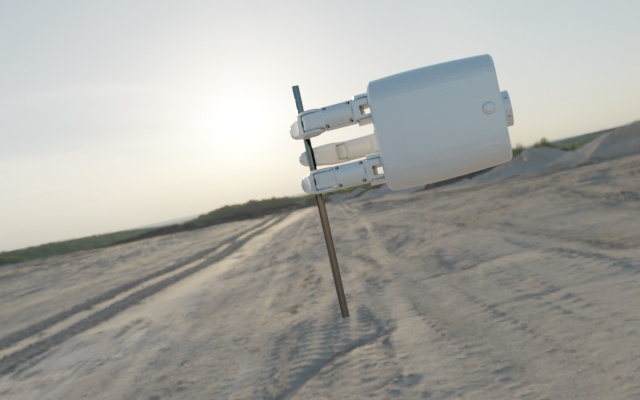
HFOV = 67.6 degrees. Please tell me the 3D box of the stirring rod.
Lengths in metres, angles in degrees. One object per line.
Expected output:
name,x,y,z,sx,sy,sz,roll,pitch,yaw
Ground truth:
stirring rod,0.000,0.002,0.486,0.011,0.239,0.011,-12,1,0
